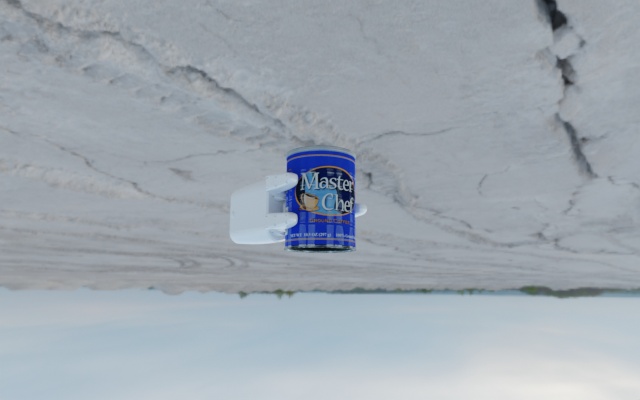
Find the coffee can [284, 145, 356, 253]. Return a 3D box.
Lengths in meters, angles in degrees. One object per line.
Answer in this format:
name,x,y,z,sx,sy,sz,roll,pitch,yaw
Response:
coffee can,0.000,0.002,0.690,0.103,0.140,0.103,0,-10,0
